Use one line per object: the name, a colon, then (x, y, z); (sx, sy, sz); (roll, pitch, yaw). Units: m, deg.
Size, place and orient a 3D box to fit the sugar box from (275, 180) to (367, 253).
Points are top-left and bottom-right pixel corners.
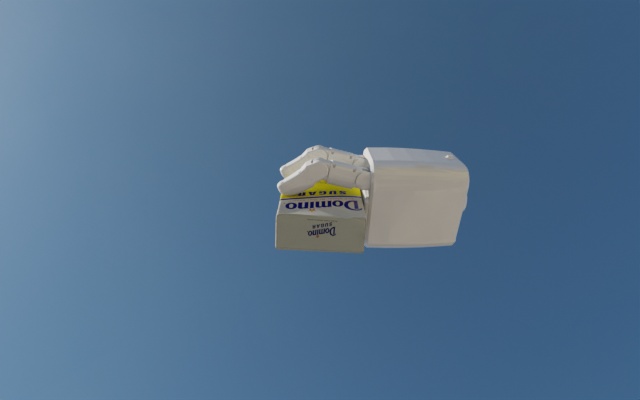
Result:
sugar box: (0.000, 0.001, 0.559); (0.093, 0.048, 0.176); (3, 19, -2)
